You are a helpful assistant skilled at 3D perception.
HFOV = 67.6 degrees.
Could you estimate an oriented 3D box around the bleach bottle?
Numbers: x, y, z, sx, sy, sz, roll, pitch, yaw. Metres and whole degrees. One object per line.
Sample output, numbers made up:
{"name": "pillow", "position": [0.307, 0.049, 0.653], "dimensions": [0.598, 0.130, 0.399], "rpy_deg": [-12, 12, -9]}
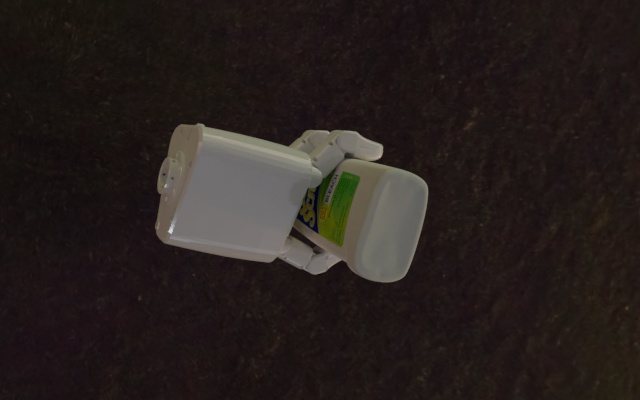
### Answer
{"name": "bleach bottle", "position": [0.000, 0.002, 0.510], "dimensions": [0.068, 0.102, 0.251], "rpy_deg": [16, 0, -32]}
